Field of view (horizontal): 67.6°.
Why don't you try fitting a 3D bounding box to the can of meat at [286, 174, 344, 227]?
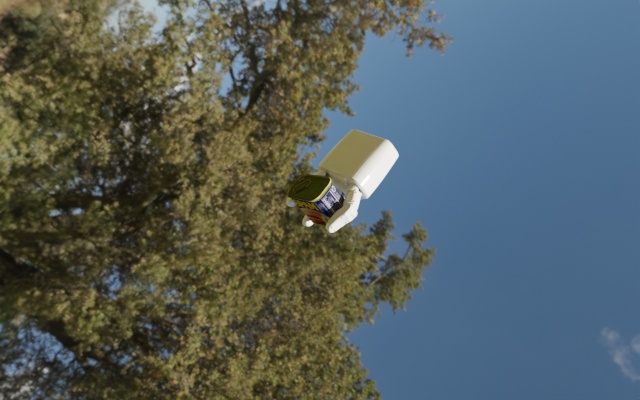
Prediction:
[{"bbox_3d":[0.000,0.003,0.864,0.102,0.057,0.084,11,-33,53],"label":"can of meat"}]
